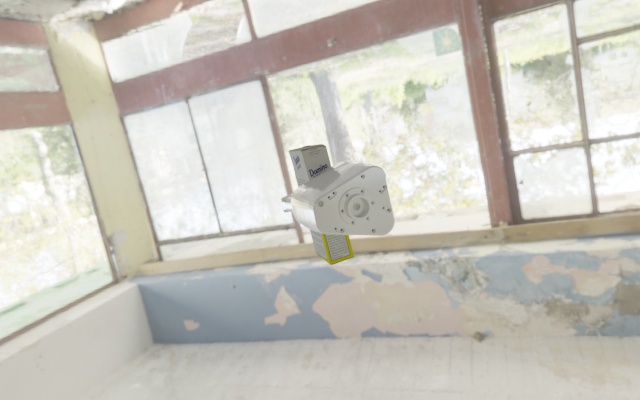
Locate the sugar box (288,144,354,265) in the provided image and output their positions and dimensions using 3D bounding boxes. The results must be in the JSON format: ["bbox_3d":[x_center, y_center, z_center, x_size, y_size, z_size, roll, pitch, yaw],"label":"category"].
[{"bbox_3d":[0.001,0.002,0.737,0.048,0.176,0.093,-14,10,-14],"label":"sugar box"}]
